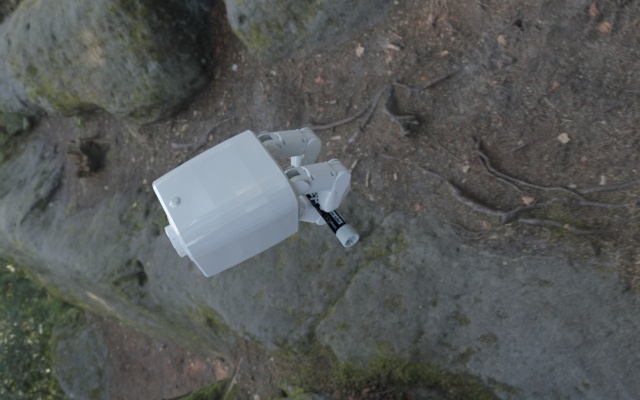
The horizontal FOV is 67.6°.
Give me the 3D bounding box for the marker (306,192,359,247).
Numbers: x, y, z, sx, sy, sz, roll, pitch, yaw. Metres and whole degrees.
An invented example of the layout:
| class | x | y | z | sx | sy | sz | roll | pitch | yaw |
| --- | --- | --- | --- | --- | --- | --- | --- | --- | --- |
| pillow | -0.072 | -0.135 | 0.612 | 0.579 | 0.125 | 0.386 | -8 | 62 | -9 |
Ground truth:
| class | x | y | z | sx | sy | sz | roll | pitch | yaw |
| --- | --- | --- | --- | --- | --- | --- | --- | --- | --- |
| marker | 0.000 | 0.002 | 0.511 | 0.020 | 0.020 | 0.121 | 0 | 40 | -43 |
